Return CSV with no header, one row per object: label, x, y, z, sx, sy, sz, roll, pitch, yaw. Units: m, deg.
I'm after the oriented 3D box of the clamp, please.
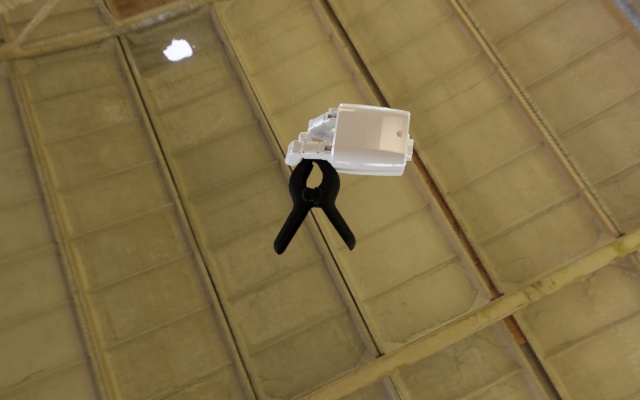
clamp,0.000,0.002,0.712,0.120,0.171,0.039,6,-17,9
